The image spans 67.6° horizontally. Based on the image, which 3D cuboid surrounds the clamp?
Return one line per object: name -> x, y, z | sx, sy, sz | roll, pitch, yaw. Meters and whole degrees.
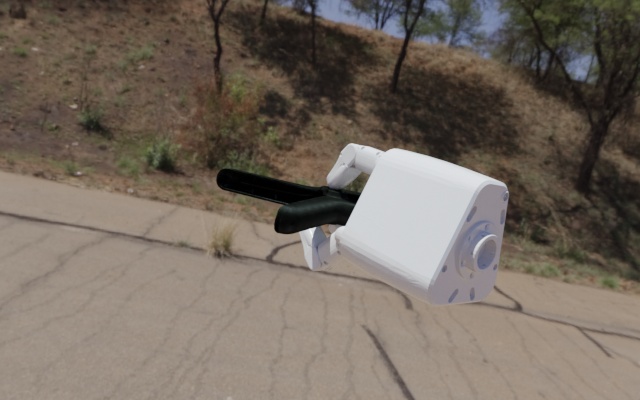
clamp -> 0.001, 0.001, 0.515 | 0.210, 0.036, 0.164 | 4, 15, -39
